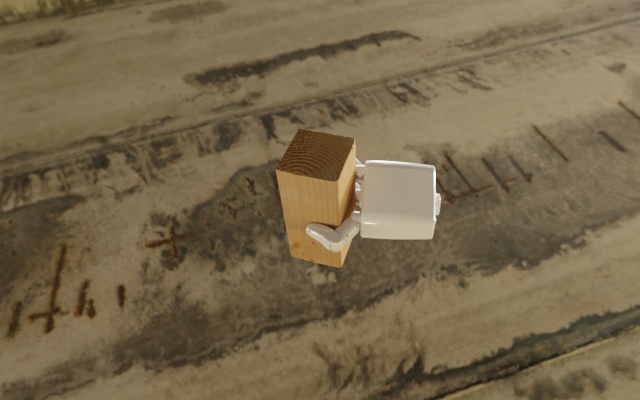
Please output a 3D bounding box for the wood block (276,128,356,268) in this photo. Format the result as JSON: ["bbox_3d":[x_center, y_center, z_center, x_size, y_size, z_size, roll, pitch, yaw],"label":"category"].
[{"bbox_3d":[0.000,0.003,0.733,0.090,0.090,0.206,12,-39,15],"label":"wood block"}]
